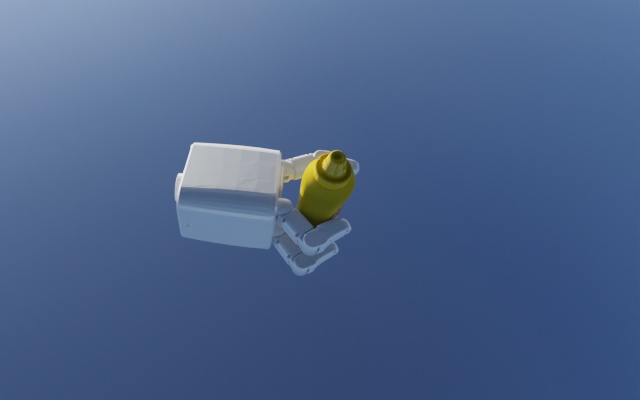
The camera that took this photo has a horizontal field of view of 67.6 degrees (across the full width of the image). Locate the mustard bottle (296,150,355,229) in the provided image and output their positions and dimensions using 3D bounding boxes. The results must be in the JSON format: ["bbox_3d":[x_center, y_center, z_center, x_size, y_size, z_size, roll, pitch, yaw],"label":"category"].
[{"bbox_3d":[0.000,0.002,0.572,0.058,0.096,0.192,28,-31,5],"label":"mustard bottle"}]
